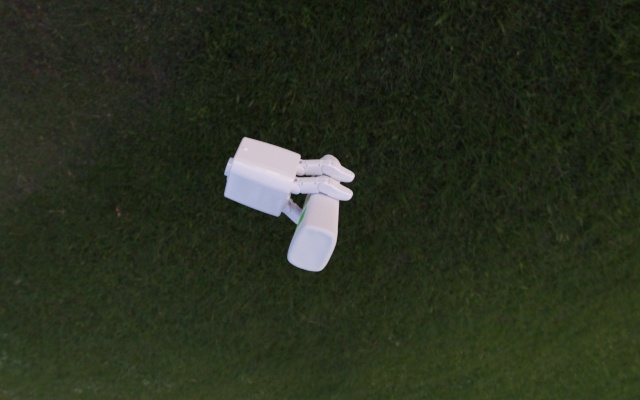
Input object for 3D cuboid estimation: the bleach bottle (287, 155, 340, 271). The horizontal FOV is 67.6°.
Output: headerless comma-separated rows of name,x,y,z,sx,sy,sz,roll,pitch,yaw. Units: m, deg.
bleach bottle,0.000,0.003,0.863,0.068,0.103,0.250,19,38,-7
